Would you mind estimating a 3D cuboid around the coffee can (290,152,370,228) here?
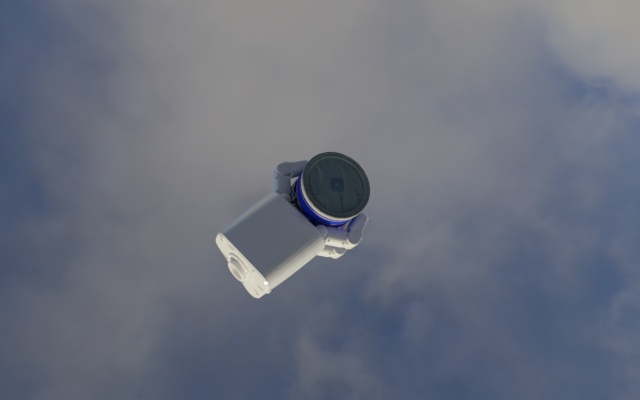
[{"bbox_3d":[0.000,0.002,0.727,0.103,0.102,0.140,0,-21,-21],"label":"coffee can"}]
